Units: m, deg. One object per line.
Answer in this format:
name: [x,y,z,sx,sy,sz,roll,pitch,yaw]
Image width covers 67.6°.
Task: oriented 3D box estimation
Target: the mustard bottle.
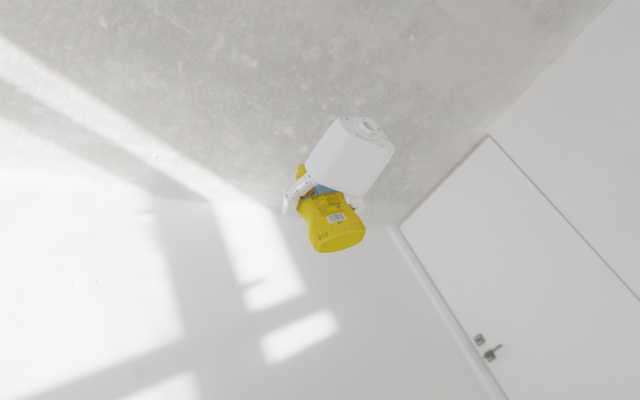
mustard bottle: [0.000,0.003,0.867,0.096,0.191,0.058,-13,-37,-20]
